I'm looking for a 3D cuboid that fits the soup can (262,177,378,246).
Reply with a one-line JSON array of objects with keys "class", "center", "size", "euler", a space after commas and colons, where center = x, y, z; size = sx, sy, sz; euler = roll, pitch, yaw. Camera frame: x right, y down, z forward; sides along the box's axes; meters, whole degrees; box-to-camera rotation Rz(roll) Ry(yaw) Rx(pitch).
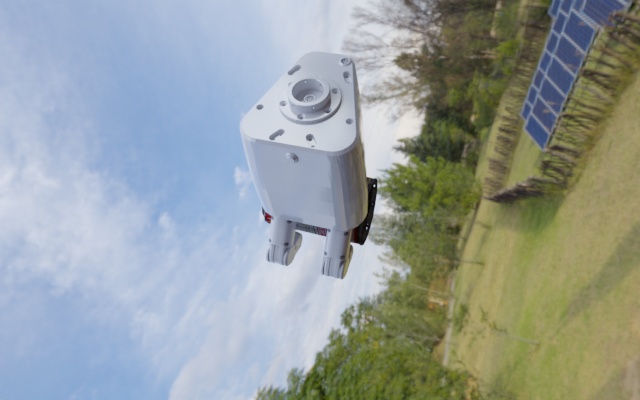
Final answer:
[{"class": "soup can", "center": [0.000, 0.002, 0.481], "size": [0.102, 0.068, 0.068], "euler": [11, 3, 14]}]
